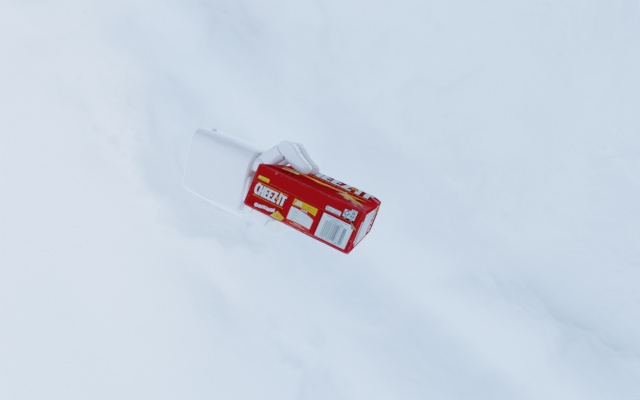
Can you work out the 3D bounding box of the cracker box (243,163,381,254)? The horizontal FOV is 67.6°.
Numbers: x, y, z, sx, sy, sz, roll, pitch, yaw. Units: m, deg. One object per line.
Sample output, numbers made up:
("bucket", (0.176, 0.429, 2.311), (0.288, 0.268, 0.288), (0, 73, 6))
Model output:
("cracker box", (0.000, 0.003, 0.740), (0.164, 0.072, 0.213), (25, 9, 10))
